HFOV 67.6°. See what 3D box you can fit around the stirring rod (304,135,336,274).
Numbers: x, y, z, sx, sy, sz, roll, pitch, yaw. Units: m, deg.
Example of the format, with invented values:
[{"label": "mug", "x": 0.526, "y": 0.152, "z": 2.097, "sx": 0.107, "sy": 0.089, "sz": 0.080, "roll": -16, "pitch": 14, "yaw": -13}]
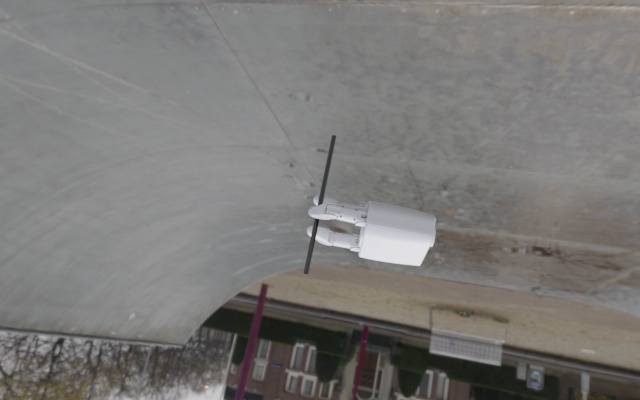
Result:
[{"label": "stirring rod", "x": 0.000, "y": 0.002, "z": 0.788, "sx": 0.011, "sy": 0.239, "sz": 0.011, "roll": 11, "pitch": -16, "yaw": 3}]
